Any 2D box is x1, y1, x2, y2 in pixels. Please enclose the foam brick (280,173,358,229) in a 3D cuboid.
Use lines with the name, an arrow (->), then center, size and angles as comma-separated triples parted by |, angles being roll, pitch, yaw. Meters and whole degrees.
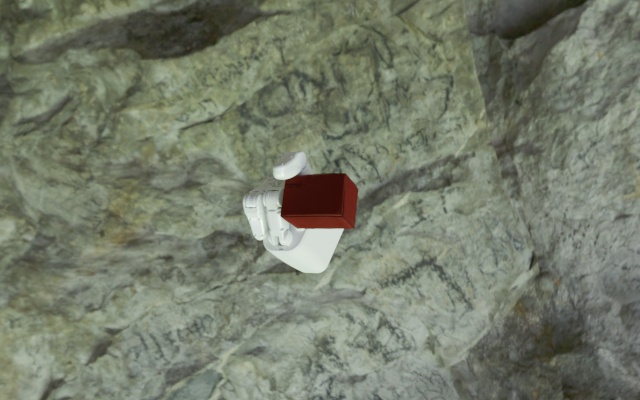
foam brick -> 0.000, 0.002, 0.562 | 0.078, 0.053, 0.051 | -1, -20, 23
